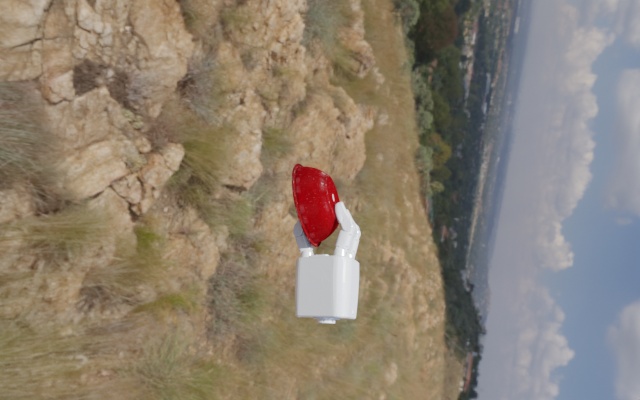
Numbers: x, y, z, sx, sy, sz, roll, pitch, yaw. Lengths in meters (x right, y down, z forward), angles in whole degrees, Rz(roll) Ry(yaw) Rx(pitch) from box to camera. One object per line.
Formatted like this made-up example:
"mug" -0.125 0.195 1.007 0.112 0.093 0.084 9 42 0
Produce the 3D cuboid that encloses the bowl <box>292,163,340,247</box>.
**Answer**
"bowl" 0.000 0.002 0.894 0.055 0.162 0.162 -14 -3 14
